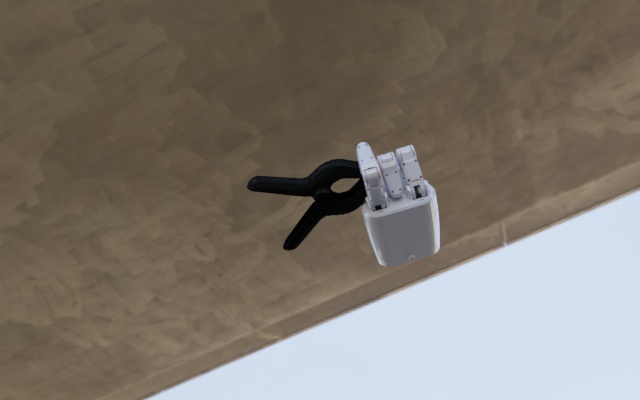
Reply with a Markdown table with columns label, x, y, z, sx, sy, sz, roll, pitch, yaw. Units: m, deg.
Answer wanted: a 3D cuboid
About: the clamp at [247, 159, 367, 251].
| label | x | y | z | sx | sy | sz | roll | pitch | yaw |
| --- | --- | --- | --- | --- | --- | --- | --- | --- | --- |
| clamp | 0.000 | 0.002 | 0.640 | 0.171 | 0.120 | 0.039 | -14 | 35 | 6 |
